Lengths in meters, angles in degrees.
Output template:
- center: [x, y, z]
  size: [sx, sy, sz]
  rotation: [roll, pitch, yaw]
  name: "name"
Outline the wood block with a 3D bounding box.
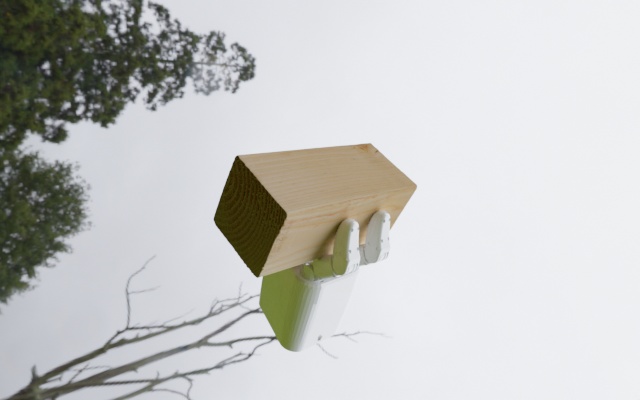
- center: [0.000, 0.002, 0.533]
  size: [0.206, 0.090, 0.090]
  rotation: [-12, 48, -45]
  name: "wood block"
